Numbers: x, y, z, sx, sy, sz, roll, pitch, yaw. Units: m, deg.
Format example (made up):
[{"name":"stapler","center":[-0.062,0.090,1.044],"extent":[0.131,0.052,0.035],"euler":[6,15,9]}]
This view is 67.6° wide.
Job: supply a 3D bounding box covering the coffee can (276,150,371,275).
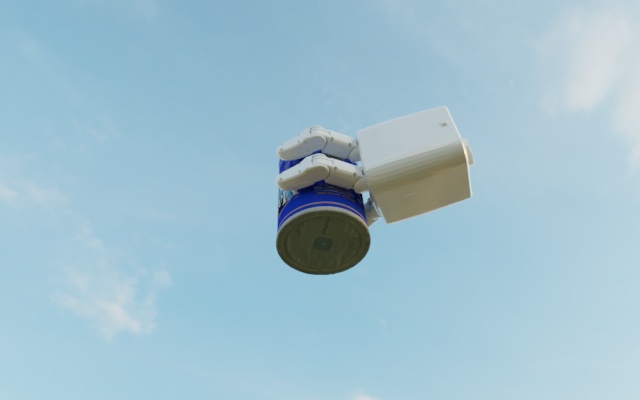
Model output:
[{"name":"coffee can","center":[0.000,0.002,0.564],"extent":[0.103,0.103,0.140],"euler":[0,42,-4]}]
